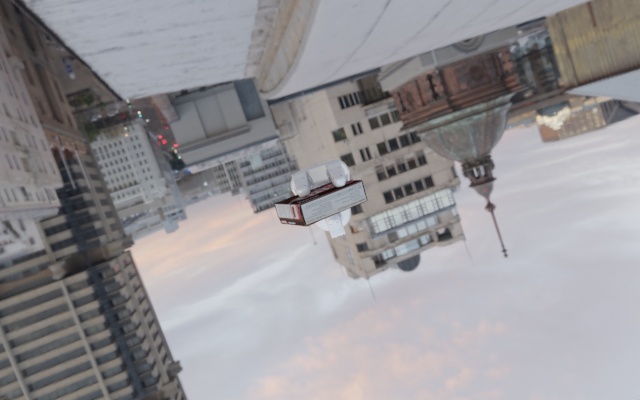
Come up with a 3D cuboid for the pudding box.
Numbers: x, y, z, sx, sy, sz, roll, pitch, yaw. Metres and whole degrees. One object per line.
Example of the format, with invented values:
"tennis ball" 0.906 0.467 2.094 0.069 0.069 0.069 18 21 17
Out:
"pudding box" 0.000 0.003 0.717 0.113 0.039 0.090 -24 10 -26
